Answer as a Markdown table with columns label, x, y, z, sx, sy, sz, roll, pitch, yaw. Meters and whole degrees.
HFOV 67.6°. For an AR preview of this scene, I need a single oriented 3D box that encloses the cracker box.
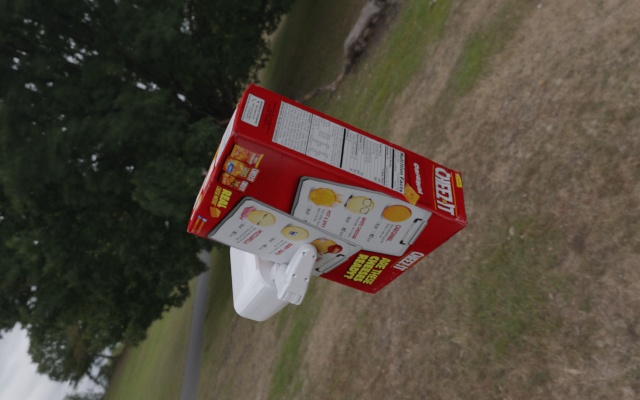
| label | x | y | z | sx | sy | sz | roll | pitch | yaw |
| --- | --- | --- | --- | --- | --- | --- | --- | --- | --- |
| cracker box | 0.000 | 0.002 | 0.456 | 0.214 | 0.072 | 0.164 | 20 | -38 | -16 |
